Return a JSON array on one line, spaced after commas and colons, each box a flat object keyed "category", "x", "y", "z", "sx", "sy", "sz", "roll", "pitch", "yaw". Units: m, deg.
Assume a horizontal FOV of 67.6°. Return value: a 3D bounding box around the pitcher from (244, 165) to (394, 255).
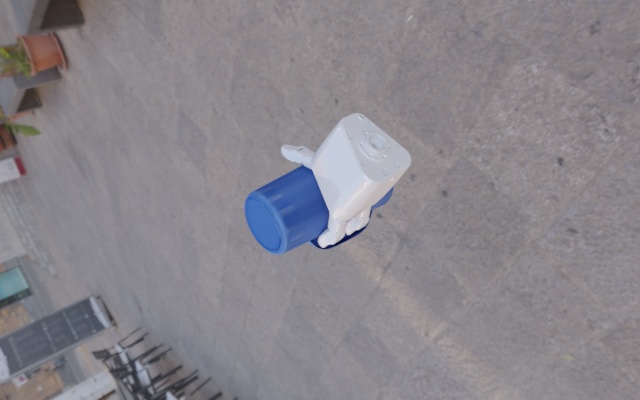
[{"category": "pitcher", "x": 0.000, "y": 0.002, "z": 0.805, "sx": 0.242, "sy": 0.149, "sz": 0.145, "roll": -28, "pitch": -12, "yaw": -34}]
